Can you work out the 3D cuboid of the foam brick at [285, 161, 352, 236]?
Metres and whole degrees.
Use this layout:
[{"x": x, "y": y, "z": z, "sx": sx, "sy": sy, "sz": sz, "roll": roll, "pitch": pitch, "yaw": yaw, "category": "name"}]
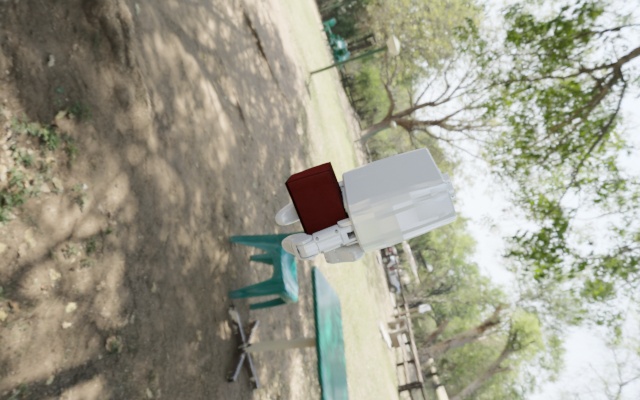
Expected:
[{"x": 0.000, "y": 0.002, "z": 0.544, "sx": 0.051, "sy": 0.078, "sz": 0.053, "roll": -19, "pitch": 13, "yaw": 9, "category": "foam brick"}]
